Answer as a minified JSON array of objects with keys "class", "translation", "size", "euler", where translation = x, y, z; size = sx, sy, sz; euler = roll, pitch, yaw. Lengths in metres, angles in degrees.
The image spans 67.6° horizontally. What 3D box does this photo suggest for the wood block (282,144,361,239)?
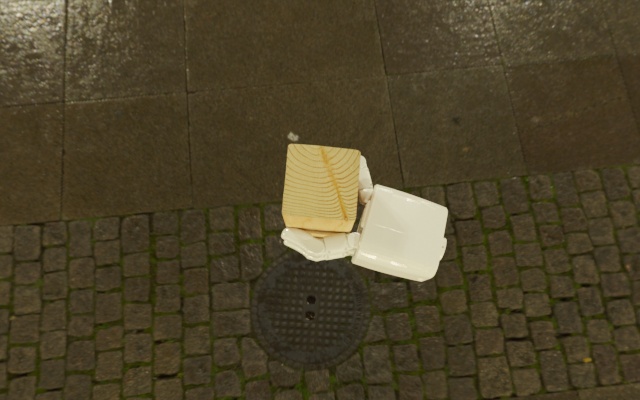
[{"class":"wood block","translation":[0.001,0.002,0.664],"size":[0.090,0.090,0.206],"euler":[5,-14,1]}]
